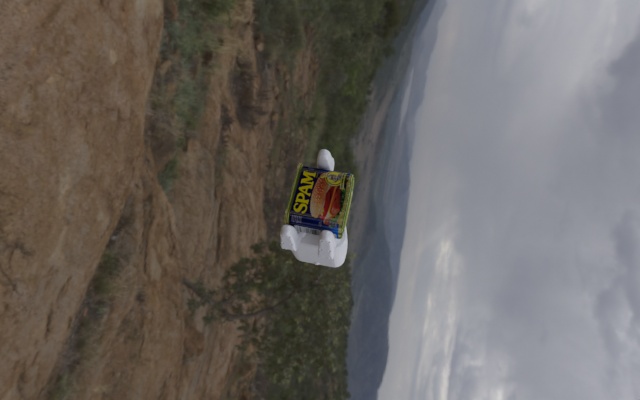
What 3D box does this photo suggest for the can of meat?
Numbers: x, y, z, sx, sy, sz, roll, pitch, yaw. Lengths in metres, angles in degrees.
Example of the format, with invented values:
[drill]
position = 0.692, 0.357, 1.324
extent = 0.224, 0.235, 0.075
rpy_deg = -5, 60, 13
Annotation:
[can of meat]
position = 0.000, 0.002, 0.699
extent = 0.084, 0.102, 0.057
rpy_deg = 10, -27, 8
